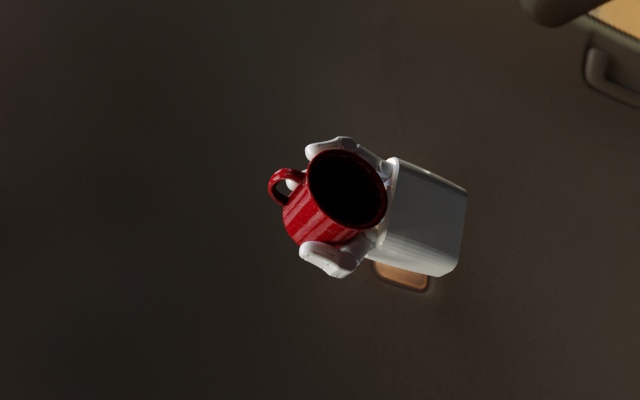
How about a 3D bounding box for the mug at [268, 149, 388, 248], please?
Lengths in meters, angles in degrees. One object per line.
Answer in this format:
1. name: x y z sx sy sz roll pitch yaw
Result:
1. mug: -0.001 0.001 0.504 0.117 0.093 0.081 20 -36 -18
